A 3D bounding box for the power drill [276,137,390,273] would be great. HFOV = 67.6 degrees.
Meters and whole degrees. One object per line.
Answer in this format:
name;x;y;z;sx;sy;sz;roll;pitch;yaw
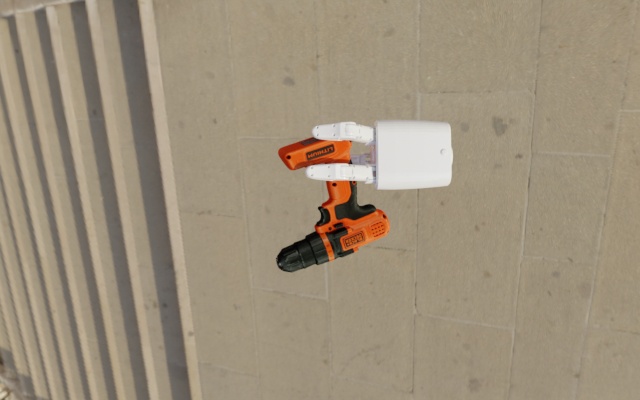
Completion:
power drill;0.000;0.002;0.710;0.184;0.188;0.057;-22;21;-12
